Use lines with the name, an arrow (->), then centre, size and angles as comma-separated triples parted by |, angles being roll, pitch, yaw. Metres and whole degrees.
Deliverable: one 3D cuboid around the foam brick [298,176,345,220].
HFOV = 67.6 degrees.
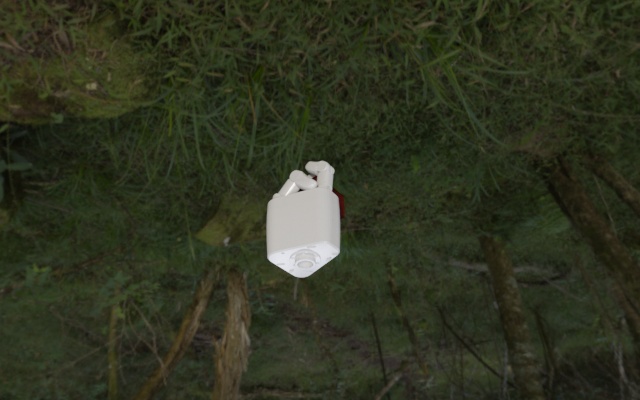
foam brick -> 0.000, 0.003, 0.840 | 0.053, 0.051, 0.078 | -27, -45, 27
